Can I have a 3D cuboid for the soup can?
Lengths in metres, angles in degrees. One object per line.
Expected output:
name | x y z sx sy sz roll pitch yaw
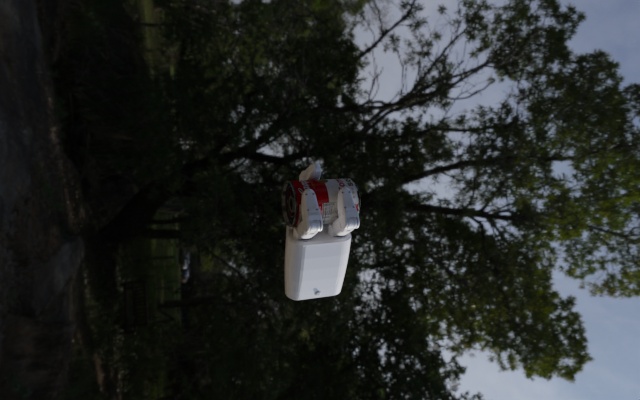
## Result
soup can | 0.000 0.002 0.711 0.102 0.068 0.068 -3 1 -20
